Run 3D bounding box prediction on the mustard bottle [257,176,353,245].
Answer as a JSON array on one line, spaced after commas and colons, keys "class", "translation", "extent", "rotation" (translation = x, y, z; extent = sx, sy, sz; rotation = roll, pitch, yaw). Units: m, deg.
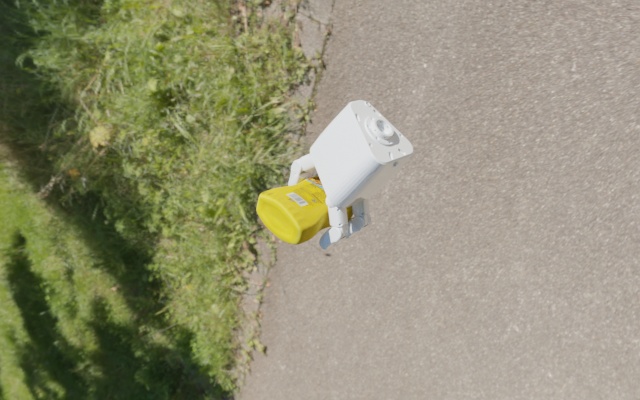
[{"class": "mustard bottle", "translation": [0.000, 0.003, 0.749], "extent": [0.096, 0.058, 0.191], "rotation": [36, 38, 29]}]
